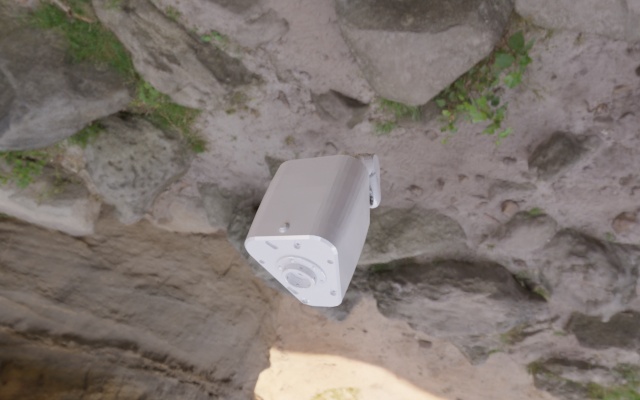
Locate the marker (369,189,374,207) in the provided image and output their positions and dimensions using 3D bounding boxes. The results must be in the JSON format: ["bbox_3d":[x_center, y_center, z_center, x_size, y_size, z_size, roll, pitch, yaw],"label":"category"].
[{"bbox_3d":[0.000,0.002,0.532,0.121,0.020,0.020,-4,-2,28],"label":"marker"}]
